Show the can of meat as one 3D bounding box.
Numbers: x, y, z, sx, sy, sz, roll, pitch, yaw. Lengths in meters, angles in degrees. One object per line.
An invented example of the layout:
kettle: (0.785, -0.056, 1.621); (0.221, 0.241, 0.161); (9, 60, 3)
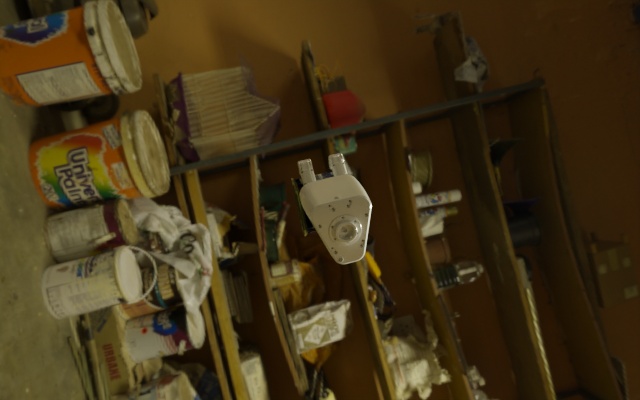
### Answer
can of meat: (0.000, 0.003, 0.842); (0.084, 0.102, 0.057); (-13, 18, -5)
